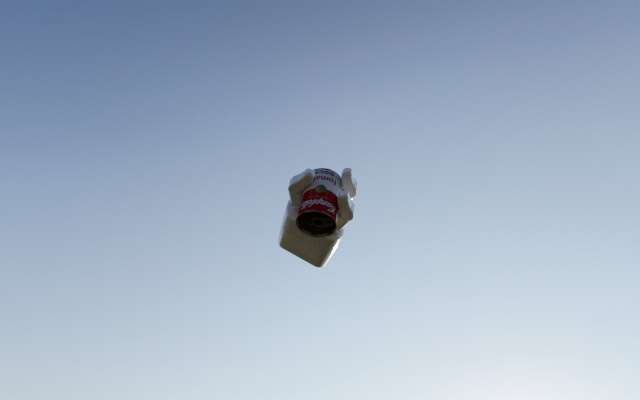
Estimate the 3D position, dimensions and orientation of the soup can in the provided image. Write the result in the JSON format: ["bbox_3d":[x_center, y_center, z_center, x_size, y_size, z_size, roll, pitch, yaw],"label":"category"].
[{"bbox_3d":[0.000,0.002,0.815,0.068,0.102,0.069,6,-42,5],"label":"soup can"}]
